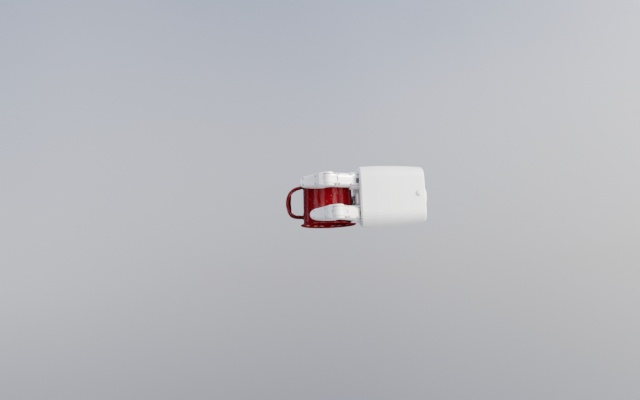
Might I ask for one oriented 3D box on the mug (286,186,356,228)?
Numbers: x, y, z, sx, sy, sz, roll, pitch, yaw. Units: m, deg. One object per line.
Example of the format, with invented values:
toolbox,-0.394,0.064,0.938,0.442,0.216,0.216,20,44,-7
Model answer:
mug,-0.001,0.002,0.807,0.117,0.081,0.093,-2,-8,-3
